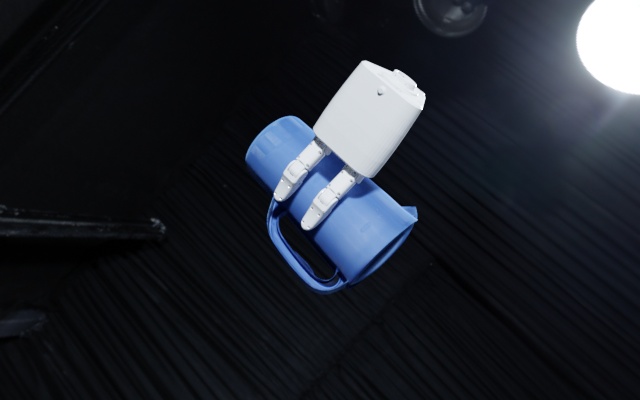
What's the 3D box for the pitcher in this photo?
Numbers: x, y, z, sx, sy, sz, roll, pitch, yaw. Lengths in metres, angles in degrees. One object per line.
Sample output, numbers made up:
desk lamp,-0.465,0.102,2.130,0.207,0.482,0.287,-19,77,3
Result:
pitcher,0.000,0.002,0.669,0.242,0.145,0.149,45,27,15
